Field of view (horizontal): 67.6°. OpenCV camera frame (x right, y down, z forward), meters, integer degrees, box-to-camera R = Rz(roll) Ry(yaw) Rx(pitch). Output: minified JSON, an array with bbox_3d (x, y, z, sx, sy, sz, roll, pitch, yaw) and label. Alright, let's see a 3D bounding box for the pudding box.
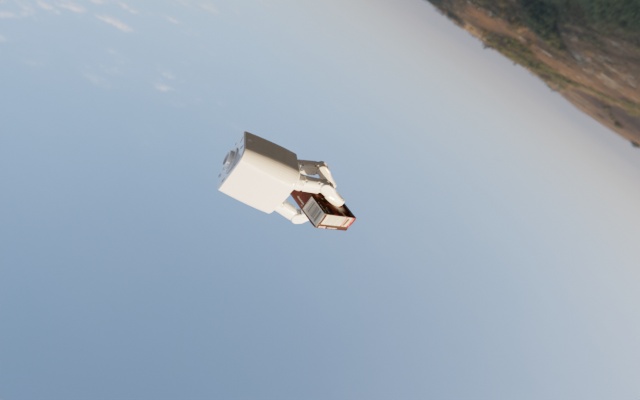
[{"bbox_3d":[0.000,0.003,0.871,0.090,0.039,0.113,8,39,-48],"label":"pudding box"}]
